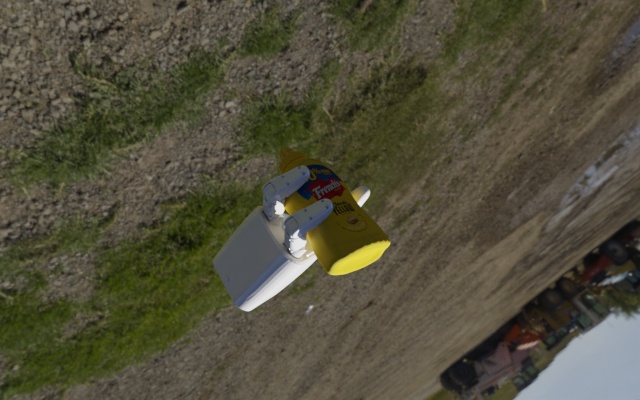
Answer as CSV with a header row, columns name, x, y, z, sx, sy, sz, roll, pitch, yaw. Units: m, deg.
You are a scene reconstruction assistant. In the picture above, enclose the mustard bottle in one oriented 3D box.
name,x,y,z,sx,sy,sz,roll,pitch,yaw
mustard bottle,0.000,0.002,0.615,0.096,0.191,0.058,-13,-34,-39
